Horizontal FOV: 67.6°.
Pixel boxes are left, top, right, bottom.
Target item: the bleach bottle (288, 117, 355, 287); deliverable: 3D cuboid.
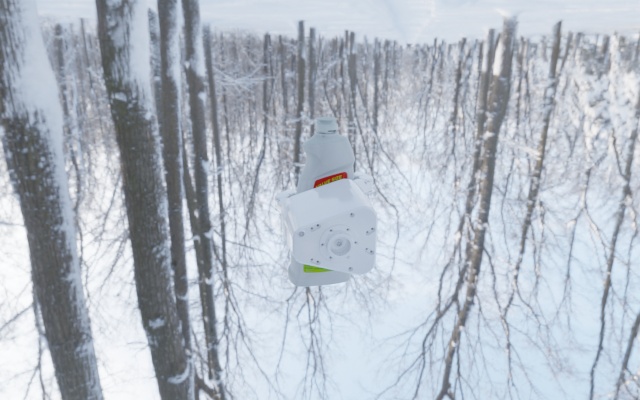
[{"bbox_3d":[0.000,0.002,0.718,0.102,0.251,0.068,-3,19,-10],"label":"bleach bottle"}]
